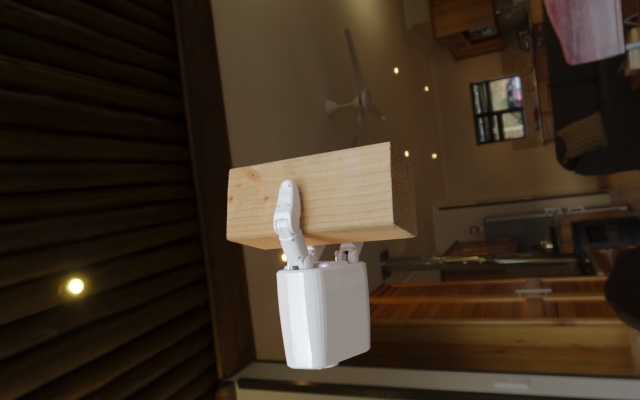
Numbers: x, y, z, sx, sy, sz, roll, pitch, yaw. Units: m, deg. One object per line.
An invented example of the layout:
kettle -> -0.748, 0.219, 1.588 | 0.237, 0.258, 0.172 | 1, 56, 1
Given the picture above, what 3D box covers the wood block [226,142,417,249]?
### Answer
wood block -> 0.000, 0.002, 0.566 | 0.206, 0.090, 0.091 | -7, -16, 25
